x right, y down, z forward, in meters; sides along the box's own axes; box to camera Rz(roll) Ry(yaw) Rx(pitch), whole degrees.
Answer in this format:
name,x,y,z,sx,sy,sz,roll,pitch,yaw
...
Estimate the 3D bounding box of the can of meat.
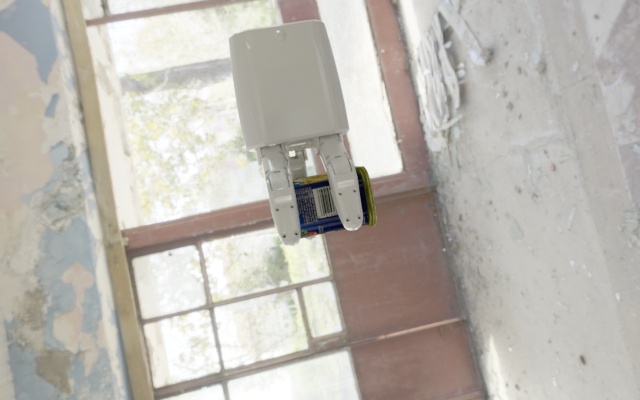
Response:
name,x,y,z,sx,sy,sz,roll,pitch,yaw
can of meat,0.000,0.002,0.467,0.084,0.057,0.102,-11,6,-7
